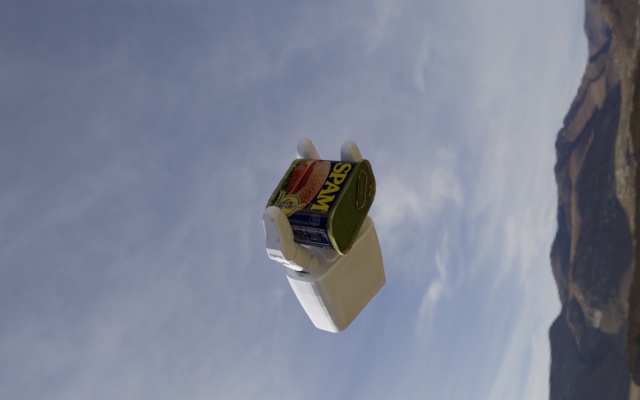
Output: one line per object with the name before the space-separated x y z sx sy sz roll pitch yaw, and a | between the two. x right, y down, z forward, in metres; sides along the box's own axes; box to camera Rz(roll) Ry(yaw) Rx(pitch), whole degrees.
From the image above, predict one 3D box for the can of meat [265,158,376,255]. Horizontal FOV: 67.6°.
can of meat | 0.000 0.002 0.502 0.084 0.102 0.057 6 -41 30
